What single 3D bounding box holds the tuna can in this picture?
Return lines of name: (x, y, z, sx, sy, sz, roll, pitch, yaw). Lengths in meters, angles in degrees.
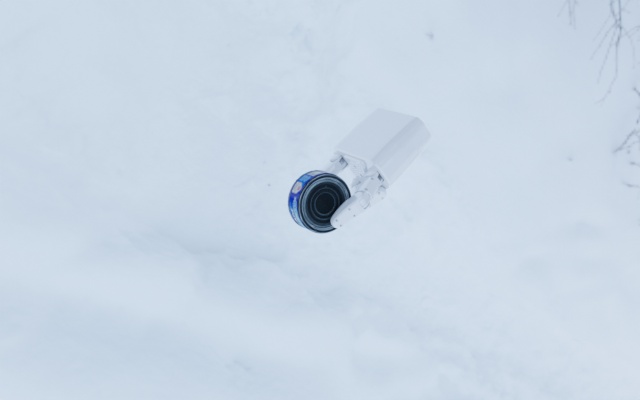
tuna can: (0.000, 0.002, 0.662, 0.086, 0.086, 0.033, 0, 10, -28)
